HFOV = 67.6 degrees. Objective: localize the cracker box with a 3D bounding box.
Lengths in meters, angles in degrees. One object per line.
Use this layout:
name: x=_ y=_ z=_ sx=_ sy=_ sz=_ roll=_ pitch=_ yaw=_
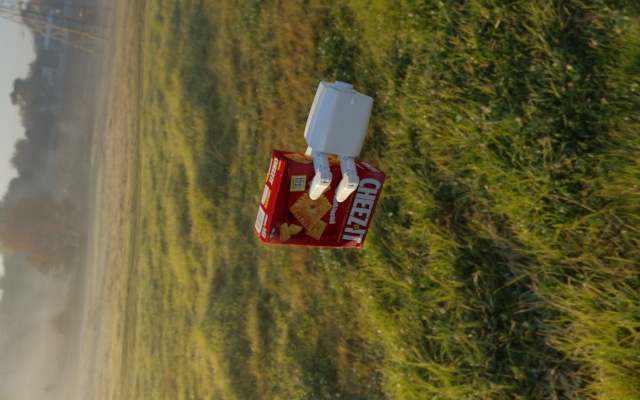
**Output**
cracker box: x=0.000 y=0.003 z=0.894 sx=0.214 sy=0.164 sz=0.072 roll=6 pitch=22 yaw=-28
